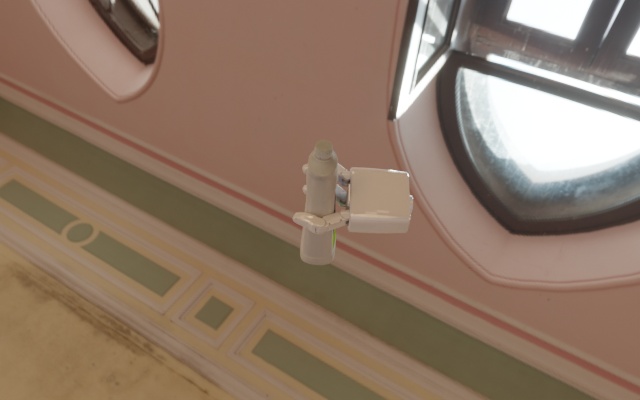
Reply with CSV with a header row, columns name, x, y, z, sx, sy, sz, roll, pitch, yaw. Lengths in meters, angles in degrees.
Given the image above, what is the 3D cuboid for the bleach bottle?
name,x,y,z,sx,sy,sz,roll,pitch,yaw
bleach bottle,0.000,0.003,0.861,0.068,0.102,0.251,4,-43,1
